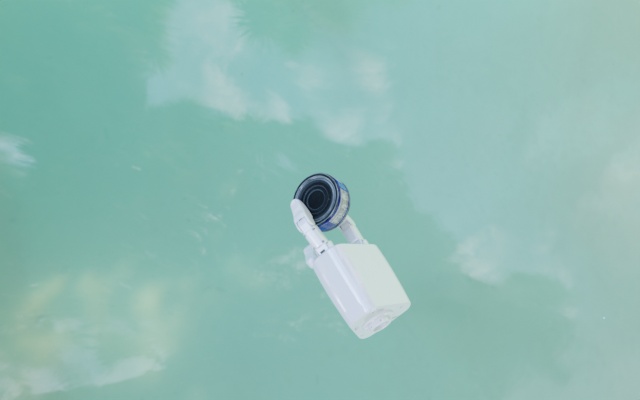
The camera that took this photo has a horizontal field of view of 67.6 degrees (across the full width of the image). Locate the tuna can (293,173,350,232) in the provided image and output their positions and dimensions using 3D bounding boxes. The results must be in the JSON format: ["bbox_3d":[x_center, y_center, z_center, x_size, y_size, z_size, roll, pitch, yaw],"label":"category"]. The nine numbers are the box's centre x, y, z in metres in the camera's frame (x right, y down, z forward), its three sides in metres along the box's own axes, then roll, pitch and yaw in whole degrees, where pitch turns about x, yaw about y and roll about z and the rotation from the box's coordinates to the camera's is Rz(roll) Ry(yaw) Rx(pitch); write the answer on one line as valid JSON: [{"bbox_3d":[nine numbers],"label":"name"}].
[{"bbox_3d":[0.000,0.002,0.722,0.086,0.086,0.034,0,-16,34],"label":"tuna can"}]
